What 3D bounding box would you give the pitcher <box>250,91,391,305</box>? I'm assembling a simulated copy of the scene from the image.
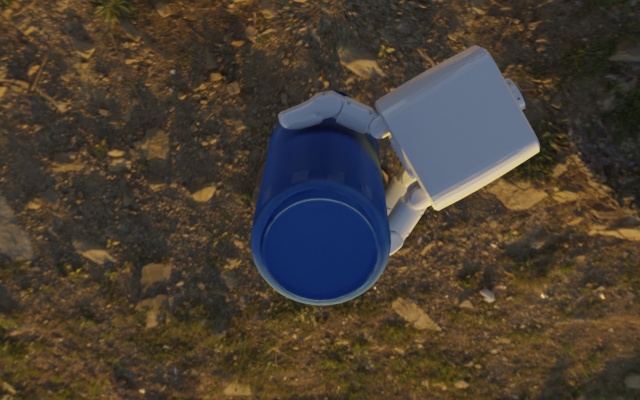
[{"bbox_3d":[0.000,0.001,0.470,0.145,0.149,0.242,-29,19,12],"label":"pitcher"}]
